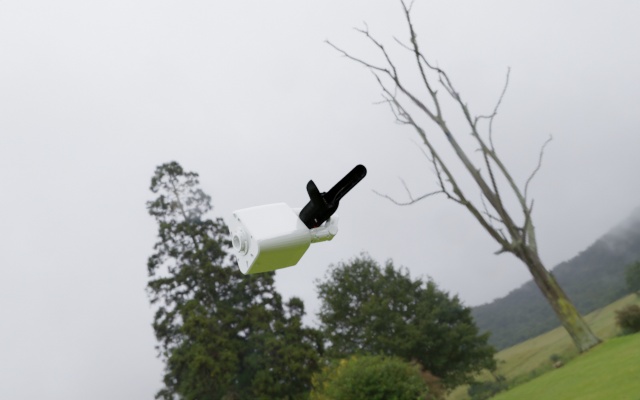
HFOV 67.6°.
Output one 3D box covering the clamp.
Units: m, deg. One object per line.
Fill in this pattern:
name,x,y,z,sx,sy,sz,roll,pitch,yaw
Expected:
clamp,0.000,0.002,0.834,0.120,0.039,0.171,-8,-34,-37
